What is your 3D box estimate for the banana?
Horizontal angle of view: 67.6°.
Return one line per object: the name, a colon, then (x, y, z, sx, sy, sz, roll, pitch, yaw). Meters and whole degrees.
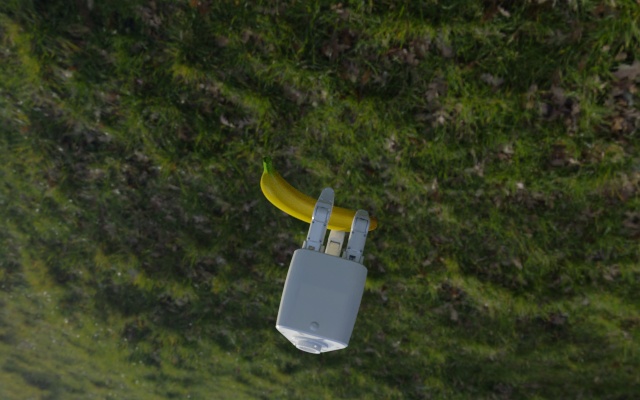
banana: (-0.012, 0.007, 0.701, 0.198, 0.037, 0.070, 28, -32, -18)
